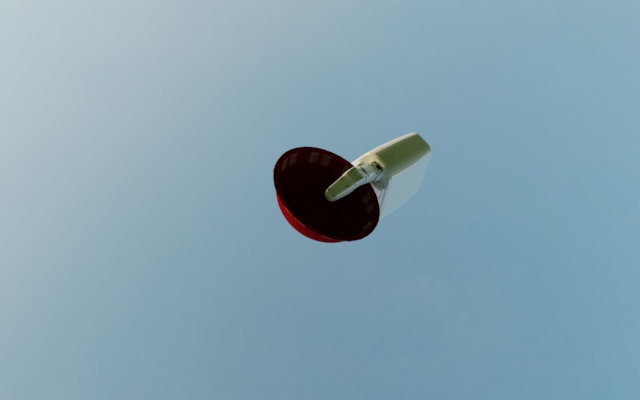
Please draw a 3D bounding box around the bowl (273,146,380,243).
[{"bbox_3d":[-0.001,0.003,0.663,0.162,0.162,0.055,0,-37,-34],"label":"bowl"}]
